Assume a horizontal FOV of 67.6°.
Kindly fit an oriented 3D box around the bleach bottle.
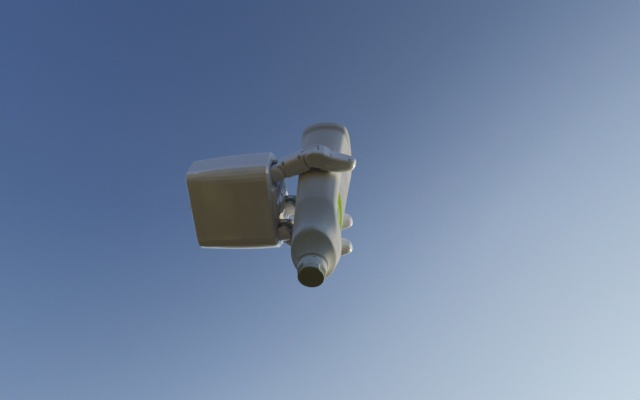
[{"bbox_3d":[0.000,0.002,0.585,0.068,0.103,0.250,-4,33,9],"label":"bleach bottle"}]
